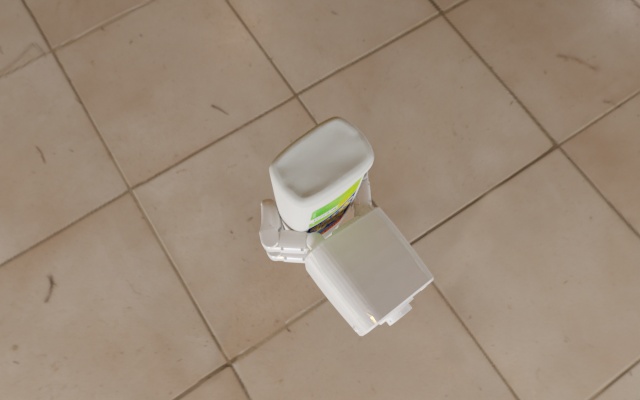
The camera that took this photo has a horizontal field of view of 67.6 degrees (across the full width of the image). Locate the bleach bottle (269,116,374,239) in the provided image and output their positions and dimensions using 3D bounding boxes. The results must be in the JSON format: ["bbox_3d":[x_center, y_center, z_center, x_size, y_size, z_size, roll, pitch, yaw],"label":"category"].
[{"bbox_3d":[0.000,0.002,0.568,0.102,0.068,0.251,-36,-15,-11],"label":"bleach bottle"}]
